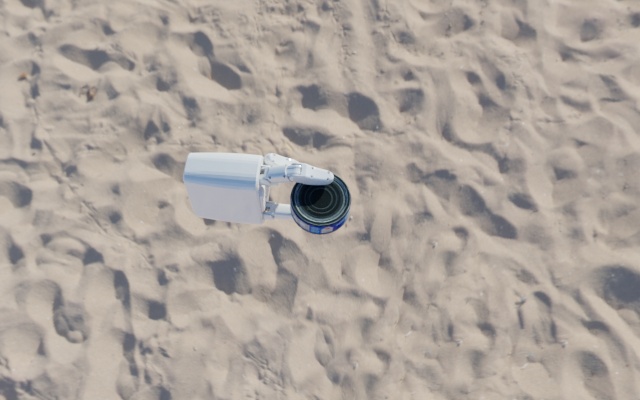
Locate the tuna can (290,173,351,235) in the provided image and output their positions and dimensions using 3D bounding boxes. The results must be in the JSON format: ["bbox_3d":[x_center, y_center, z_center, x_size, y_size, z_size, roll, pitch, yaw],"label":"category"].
[{"bbox_3d":[0.000,0.002,0.667,0.086,0.086,0.034,0,-23,-2],"label":"tuna can"}]
